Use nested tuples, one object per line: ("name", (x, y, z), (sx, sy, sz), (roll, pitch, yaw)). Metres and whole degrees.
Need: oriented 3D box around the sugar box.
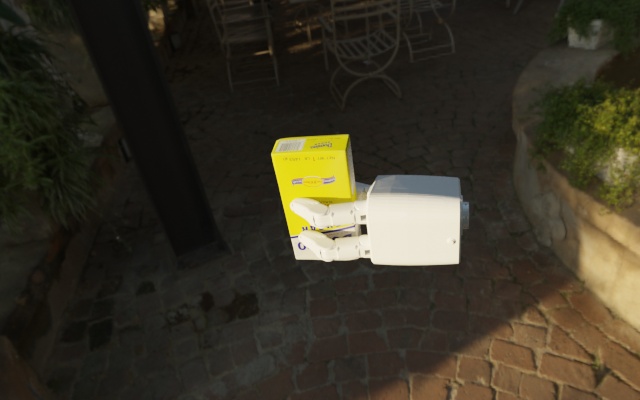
("sugar box", (0.000, 0.002, 0.620), (0.093, 0.176, 0.048), (-1, 35, 13))
